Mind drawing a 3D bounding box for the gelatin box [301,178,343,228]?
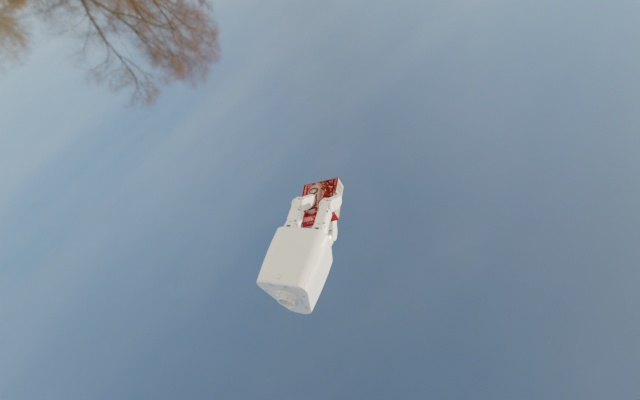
[{"bbox_3d":[0.000,0.003,0.888,0.073,0.089,0.030,-12,-46,23],"label":"gelatin box"}]
